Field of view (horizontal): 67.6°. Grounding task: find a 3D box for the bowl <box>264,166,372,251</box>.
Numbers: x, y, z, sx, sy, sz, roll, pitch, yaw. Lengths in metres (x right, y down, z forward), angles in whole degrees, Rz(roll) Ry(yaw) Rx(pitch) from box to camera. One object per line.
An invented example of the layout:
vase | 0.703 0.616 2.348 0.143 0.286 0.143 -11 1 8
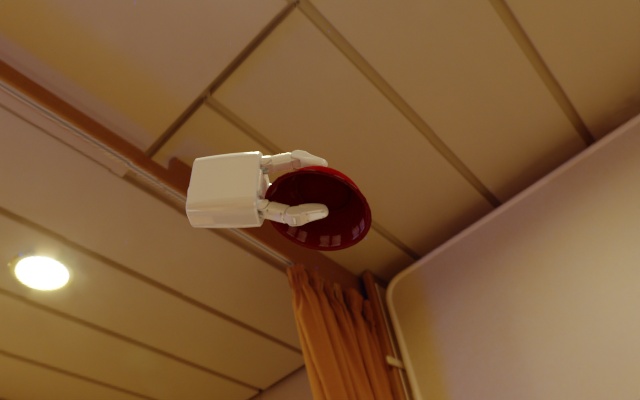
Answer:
bowl | 0.002 0.002 0.719 0.162 0.162 0.055 0 41 16
